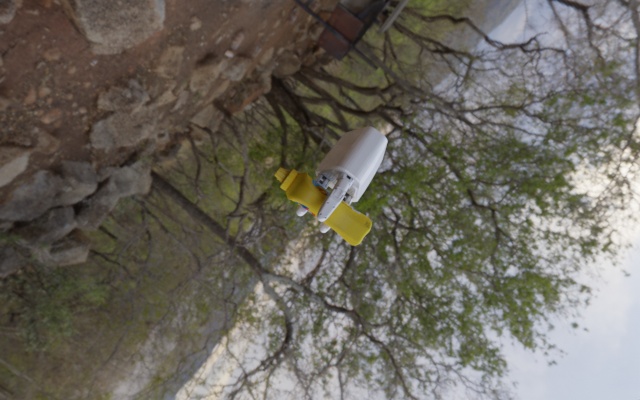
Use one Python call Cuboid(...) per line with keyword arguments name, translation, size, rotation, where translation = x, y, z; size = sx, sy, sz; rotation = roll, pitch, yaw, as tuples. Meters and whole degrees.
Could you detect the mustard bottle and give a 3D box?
Cuboid(name="mustard bottle", translation=(0.000, 0.003, 0.857), size=(0.191, 0.058, 0.096), rotation=(36, 6, -5))
